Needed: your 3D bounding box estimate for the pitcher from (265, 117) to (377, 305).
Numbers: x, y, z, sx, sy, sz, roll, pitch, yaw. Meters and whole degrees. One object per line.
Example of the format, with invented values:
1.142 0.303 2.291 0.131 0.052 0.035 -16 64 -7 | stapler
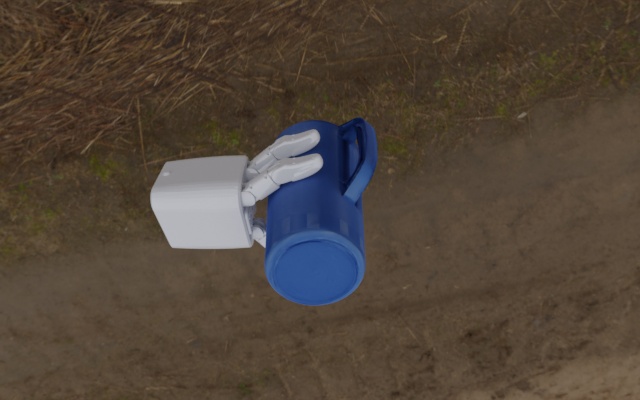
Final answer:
0.000 0.002 0.594 0.145 0.149 0.242 -2 35 0 | pitcher
